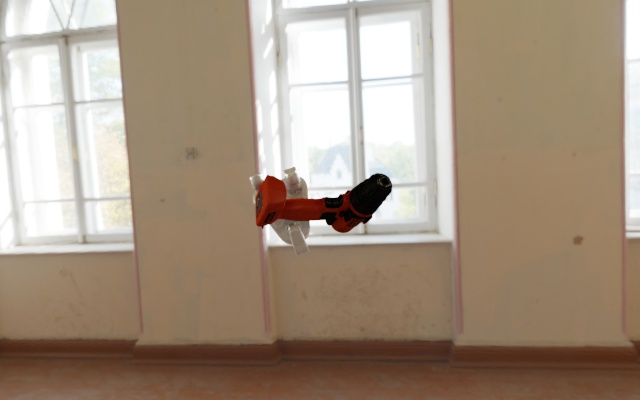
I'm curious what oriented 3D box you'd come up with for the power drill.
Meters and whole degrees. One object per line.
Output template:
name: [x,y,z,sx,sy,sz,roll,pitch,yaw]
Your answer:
power drill: [0.000,0.002,0.747,0.187,0.057,0.184,5,-25,-18]
